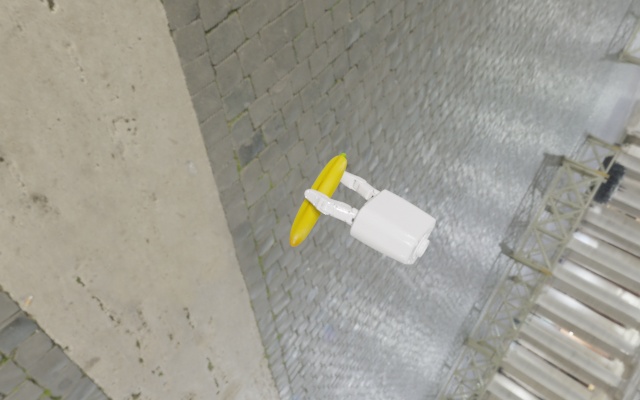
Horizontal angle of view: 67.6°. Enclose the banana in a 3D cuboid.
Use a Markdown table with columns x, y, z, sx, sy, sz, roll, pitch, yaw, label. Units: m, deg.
| x | y | z | sx | sy | sz | roll | pitch | yaw | label |
| --- | --- | --- | --- | --- | --- | --- | --- | --- | --- |
| -0.001 | -0.004 | 0.851 | 0.037 | 0.198 | 0.070 | 30 | -6 | 14 | banana |
